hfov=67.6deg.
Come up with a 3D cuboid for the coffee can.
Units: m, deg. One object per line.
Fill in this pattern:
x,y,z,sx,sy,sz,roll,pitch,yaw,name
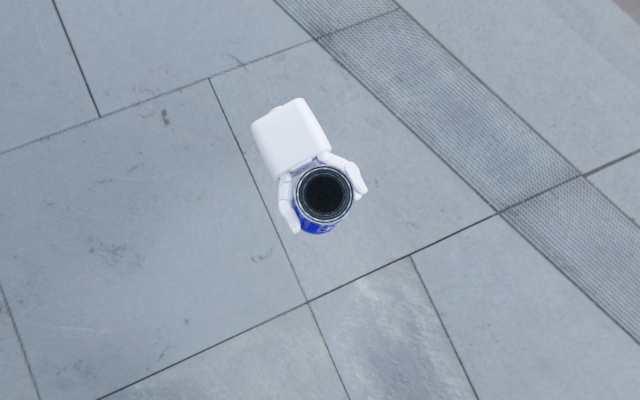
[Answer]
0.000,0.003,0.853,0.103,0.102,0.140,0,-11,-6,coffee can
